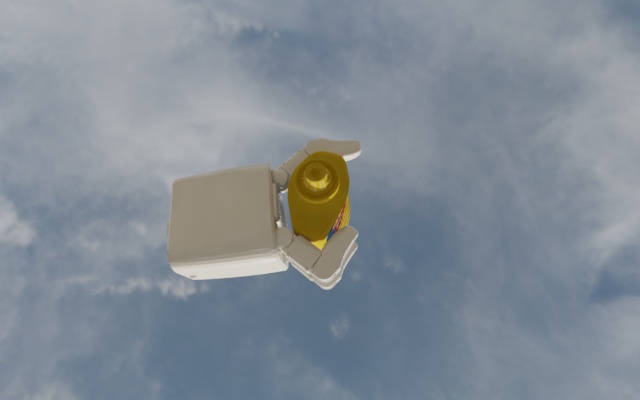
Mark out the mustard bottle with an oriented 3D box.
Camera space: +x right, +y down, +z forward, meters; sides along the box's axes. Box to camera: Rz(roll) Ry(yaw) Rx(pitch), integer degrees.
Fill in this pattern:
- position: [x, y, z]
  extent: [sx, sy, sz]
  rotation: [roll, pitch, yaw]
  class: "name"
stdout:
- position: [0.000, 0.002, 0.502]
  extent: [0.058, 0.096, 0.192]
  rotation: [15, -15, 8]
  class: "mustard bottle"
